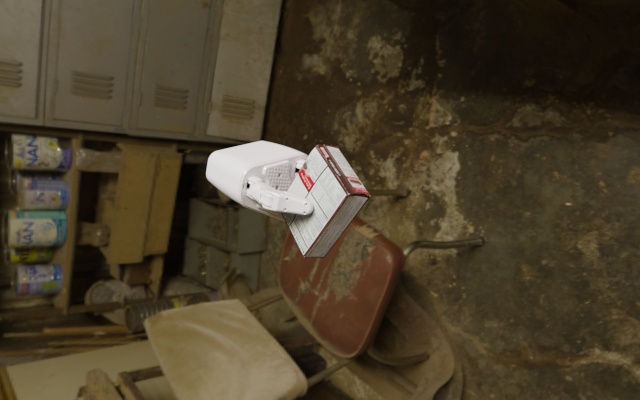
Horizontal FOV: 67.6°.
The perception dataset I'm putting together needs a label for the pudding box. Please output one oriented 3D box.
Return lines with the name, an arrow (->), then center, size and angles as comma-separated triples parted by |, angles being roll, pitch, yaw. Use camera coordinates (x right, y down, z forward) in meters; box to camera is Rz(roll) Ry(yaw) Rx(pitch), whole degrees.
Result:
pudding box -> 0.000, 0.002, 0.584 | 0.039, 0.090, 0.113 | 1, -45, -39
